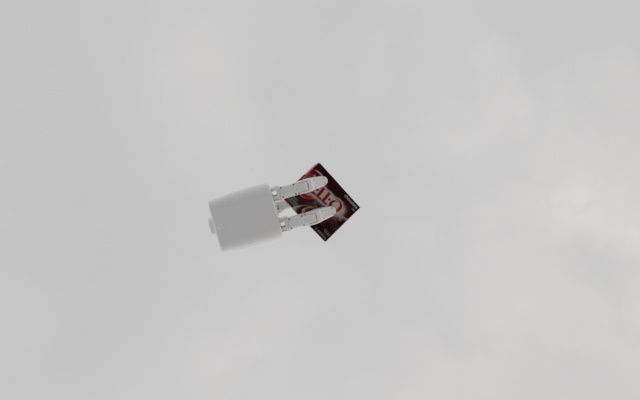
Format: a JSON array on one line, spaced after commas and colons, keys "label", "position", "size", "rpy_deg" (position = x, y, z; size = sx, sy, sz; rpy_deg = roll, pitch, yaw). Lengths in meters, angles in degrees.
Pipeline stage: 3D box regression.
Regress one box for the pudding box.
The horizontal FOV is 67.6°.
[{"label": "pudding box", "position": [0.000, 0.003, 0.853], "size": [0.090, 0.113, 0.039], "rpy_deg": [-44, 10, -6]}]
